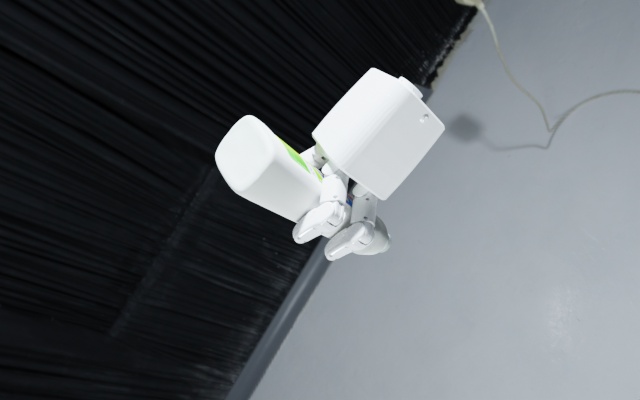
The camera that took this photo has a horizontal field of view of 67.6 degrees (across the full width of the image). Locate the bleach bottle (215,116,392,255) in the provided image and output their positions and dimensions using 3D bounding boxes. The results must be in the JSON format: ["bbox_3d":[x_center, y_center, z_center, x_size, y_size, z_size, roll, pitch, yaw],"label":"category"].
[{"bbox_3d":[0.000,0.002,0.563,0.251,0.068,0.102,32,13,-42],"label":"bleach bottle"}]
